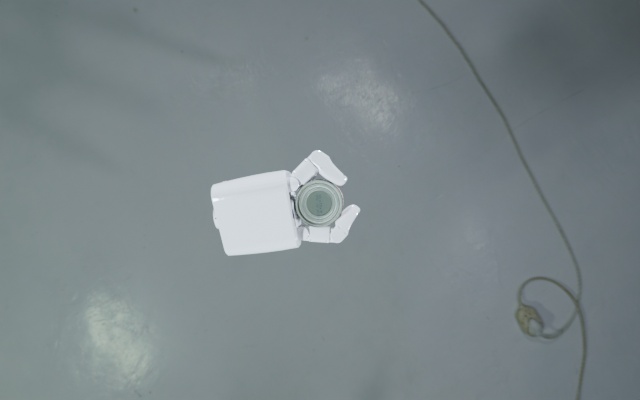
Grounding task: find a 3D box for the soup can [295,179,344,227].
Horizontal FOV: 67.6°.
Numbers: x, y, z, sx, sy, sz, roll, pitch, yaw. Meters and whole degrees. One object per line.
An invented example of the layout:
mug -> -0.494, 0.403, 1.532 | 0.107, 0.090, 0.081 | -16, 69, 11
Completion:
soup can -> 0.001, 0.002, 0.696 | 0.068, 0.068, 0.102 | 0, 2, 3
